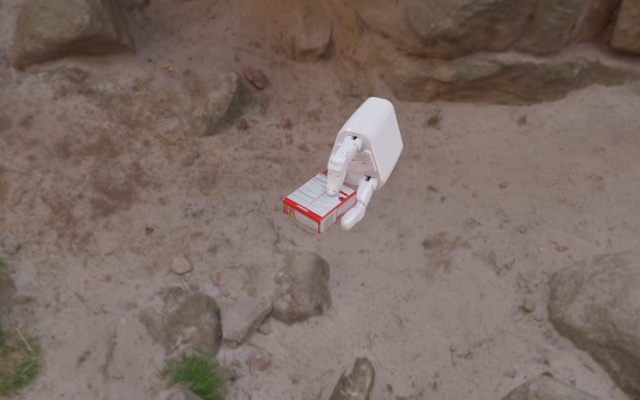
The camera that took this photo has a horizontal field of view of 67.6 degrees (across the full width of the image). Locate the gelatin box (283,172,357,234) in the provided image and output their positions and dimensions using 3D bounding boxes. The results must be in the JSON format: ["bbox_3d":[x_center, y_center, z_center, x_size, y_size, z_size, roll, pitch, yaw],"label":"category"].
[{"bbox_3d":[0.000,0.002,0.708,0.073,0.030,0.089,29,48,29],"label":"gelatin box"}]
